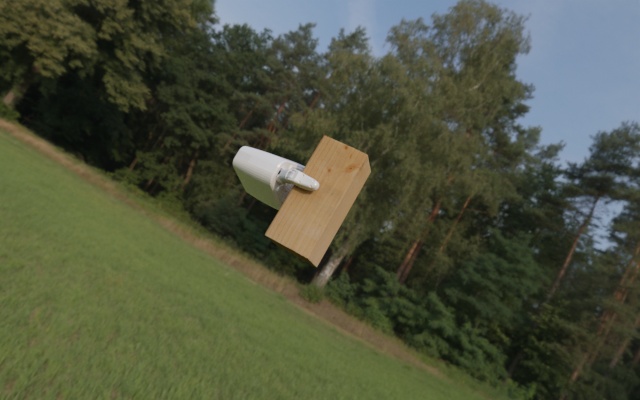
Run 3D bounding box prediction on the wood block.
[{"bbox_3d":[0.000,0.002,0.851,0.090,0.206,0.091,27,-10,17],"label":"wood block"}]
